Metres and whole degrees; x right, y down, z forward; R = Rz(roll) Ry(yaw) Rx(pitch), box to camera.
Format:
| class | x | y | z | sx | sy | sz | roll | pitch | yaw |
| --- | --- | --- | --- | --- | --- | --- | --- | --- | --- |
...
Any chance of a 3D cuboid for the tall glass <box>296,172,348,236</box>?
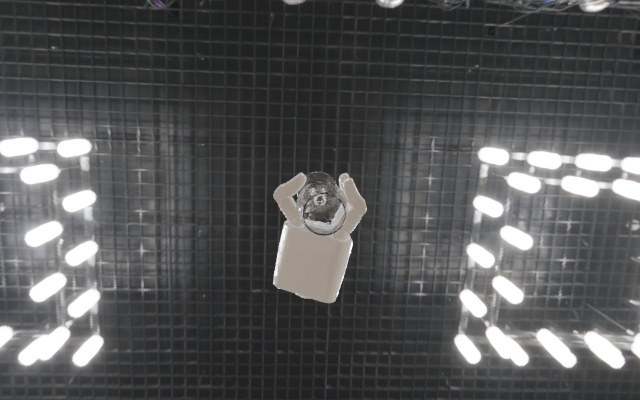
| class | x | y | z | sx | sy | sz | roll | pitch | yaw |
| --- | --- | --- | --- | --- | --- | --- | --- | --- | --- |
| tall glass | 0.000 | 0.002 | 0.766 | 0.079 | 0.079 | 0.201 | 0 | 10 | -3 |
